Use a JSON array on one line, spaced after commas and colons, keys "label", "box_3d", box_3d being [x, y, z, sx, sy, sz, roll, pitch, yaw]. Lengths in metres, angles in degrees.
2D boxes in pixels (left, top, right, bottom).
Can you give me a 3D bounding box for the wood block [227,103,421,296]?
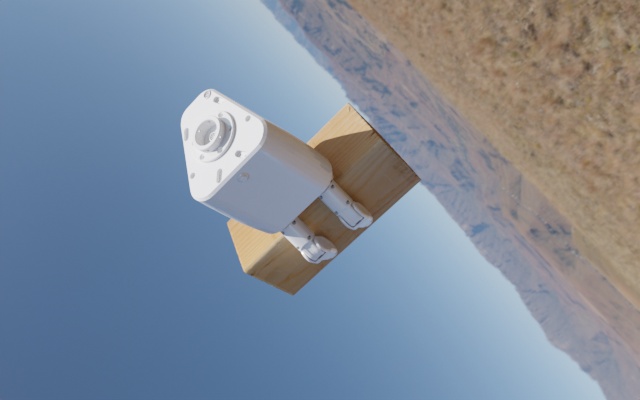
[{"label": "wood block", "box_3d": [0.000, 0.002, 0.559, 0.090, 0.206, 0.090, 36, 17, -42]}]
